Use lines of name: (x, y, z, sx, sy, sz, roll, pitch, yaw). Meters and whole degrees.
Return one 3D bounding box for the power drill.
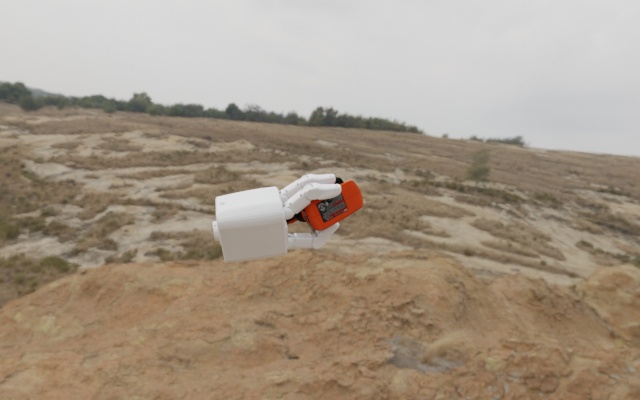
power drill: (0.000, 0.003, 0.876, 0.184, 0.057, 0.187, -30, 10, -22)
